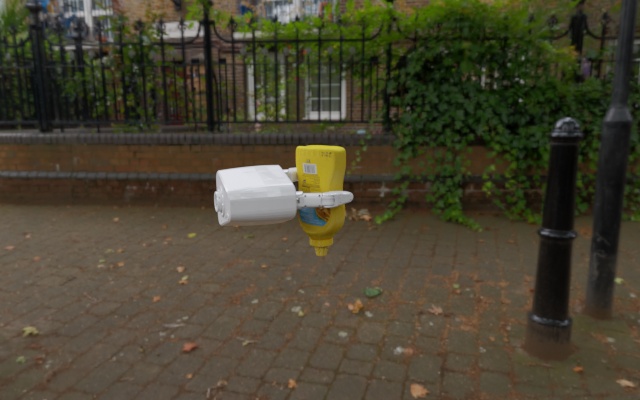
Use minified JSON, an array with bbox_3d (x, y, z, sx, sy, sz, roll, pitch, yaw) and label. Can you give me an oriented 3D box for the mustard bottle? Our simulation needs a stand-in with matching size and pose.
[{"bbox_3d":[0.000,0.002,0.824,0.096,0.192,0.058,10,15,43],"label":"mustard bottle"}]
